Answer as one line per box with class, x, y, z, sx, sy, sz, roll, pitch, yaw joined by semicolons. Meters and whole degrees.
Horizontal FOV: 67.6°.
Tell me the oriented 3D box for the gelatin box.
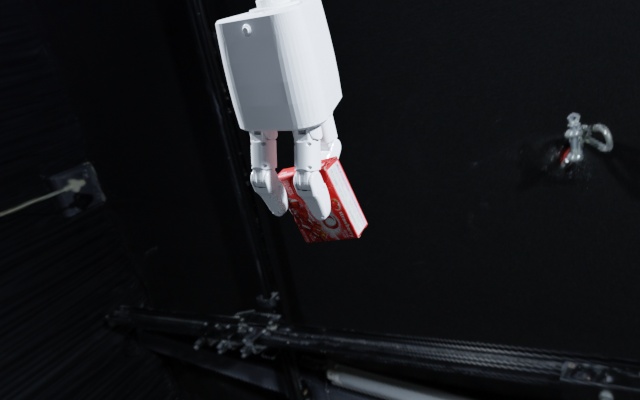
gelatin box;0.000;0.002;0.521;0.073;0.089;0.030;-9;27;38
